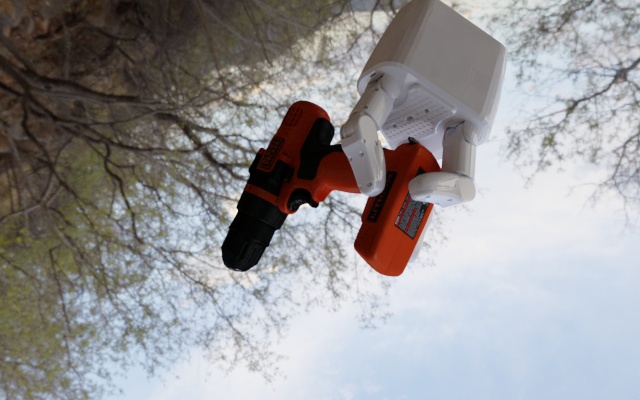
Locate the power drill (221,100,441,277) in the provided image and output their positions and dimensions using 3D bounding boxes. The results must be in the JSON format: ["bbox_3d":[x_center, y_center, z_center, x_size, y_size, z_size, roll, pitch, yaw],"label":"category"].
[{"bbox_3d":[0.001,0.001,0.428,0.187,0.184,0.057,19,-8,42],"label":"power drill"}]
